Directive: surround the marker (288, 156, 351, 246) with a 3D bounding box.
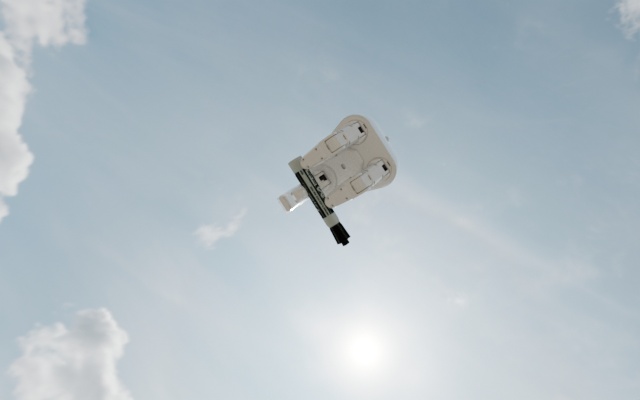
[{"bbox_3d":[0.000,0.002,0.576,0.020,0.121,0.020,-32,2,1],"label":"marker"}]
